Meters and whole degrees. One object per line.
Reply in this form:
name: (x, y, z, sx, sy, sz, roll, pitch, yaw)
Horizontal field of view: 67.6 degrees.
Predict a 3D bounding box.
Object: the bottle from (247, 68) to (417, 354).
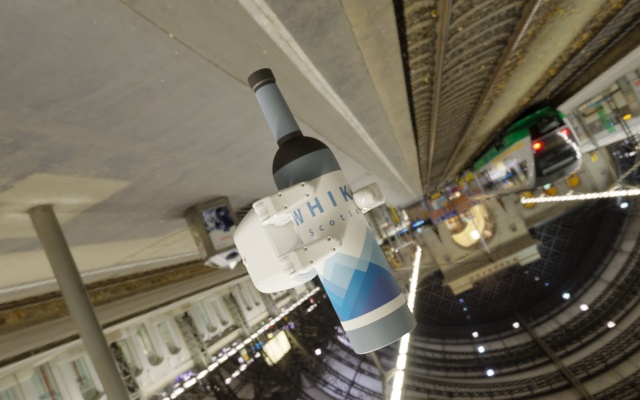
bottle: (0.000, 0.002, 0.479, 0.069, 0.295, 0.069, -26, -6, -3)
